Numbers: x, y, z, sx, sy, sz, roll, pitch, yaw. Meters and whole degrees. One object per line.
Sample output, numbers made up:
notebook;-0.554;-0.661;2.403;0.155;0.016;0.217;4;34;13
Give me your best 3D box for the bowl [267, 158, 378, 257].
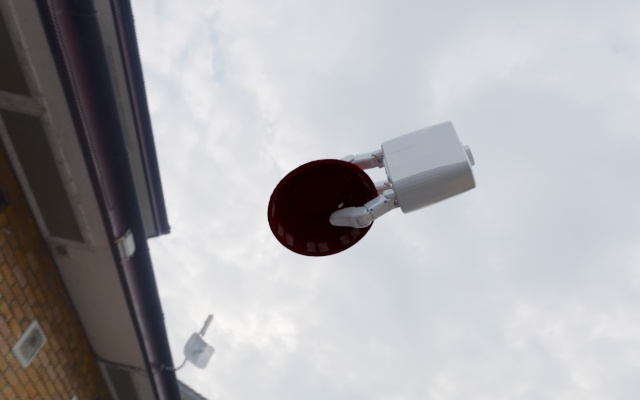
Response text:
bowl;-0.001;0.002;0.698;0.162;0.162;0.055;0;29;-13
